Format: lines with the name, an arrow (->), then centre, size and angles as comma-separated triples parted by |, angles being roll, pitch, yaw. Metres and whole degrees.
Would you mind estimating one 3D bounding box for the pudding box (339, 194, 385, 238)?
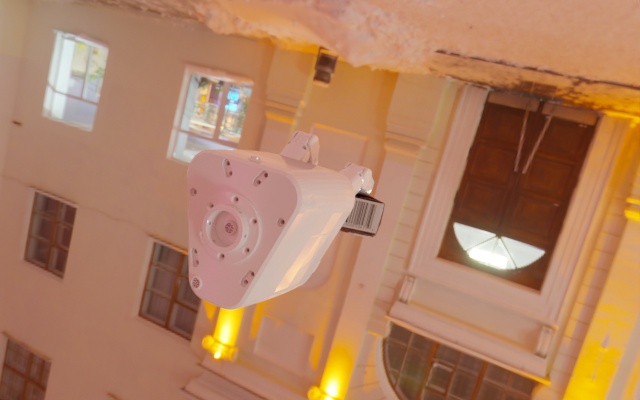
pudding box -> 0.000, 0.002, 0.493 | 0.113, 0.039, 0.090 | 15, 6, -8
